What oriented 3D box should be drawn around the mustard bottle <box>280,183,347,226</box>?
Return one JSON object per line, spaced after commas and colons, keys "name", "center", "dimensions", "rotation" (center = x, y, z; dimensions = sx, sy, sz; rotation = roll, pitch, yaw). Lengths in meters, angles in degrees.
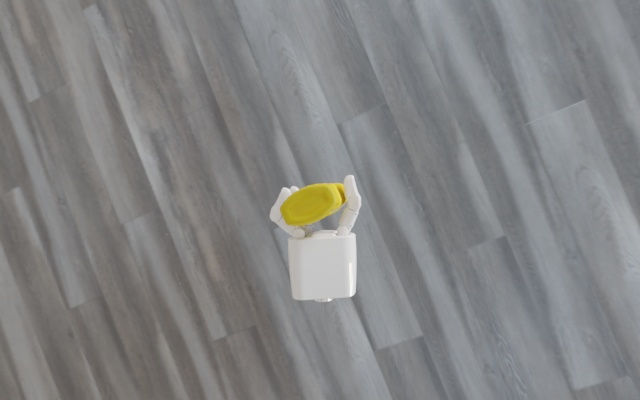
{"name": "mustard bottle", "center": [0.000, 0.002, 0.836], "dimensions": [0.096, 0.058, 0.191], "rotation": [-26, -3, 12]}
